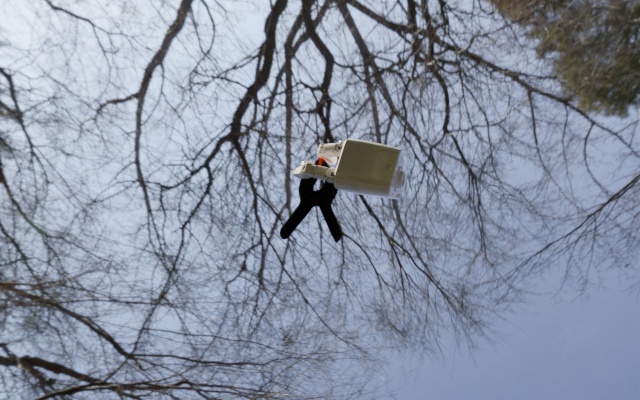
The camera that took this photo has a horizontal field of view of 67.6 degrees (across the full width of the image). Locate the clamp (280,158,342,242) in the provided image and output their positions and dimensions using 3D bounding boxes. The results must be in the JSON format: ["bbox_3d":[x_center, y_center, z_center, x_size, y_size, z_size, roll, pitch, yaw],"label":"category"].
[{"bbox_3d":[0.000,0.003,0.899,0.120,0.171,0.039,12,-16,19],"label":"clamp"}]
